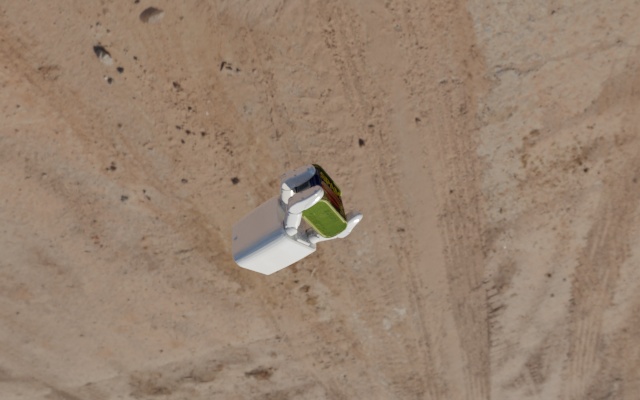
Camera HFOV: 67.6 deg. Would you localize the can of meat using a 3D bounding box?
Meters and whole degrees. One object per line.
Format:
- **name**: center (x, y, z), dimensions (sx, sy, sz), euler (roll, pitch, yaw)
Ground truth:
- **can of meat**: center (0.000, 0.003, 0.800), dimensions (0.057, 0.083, 0.102), euler (-28, -47, 16)
